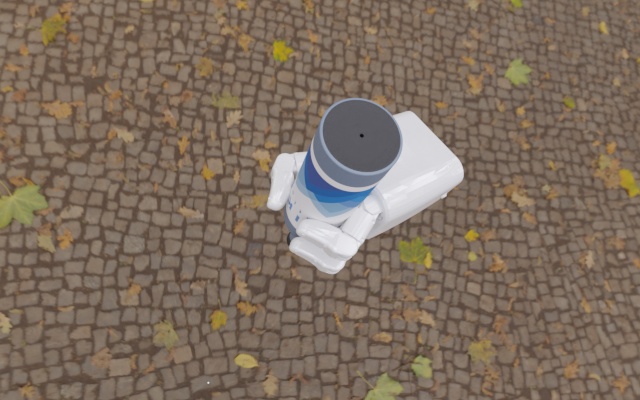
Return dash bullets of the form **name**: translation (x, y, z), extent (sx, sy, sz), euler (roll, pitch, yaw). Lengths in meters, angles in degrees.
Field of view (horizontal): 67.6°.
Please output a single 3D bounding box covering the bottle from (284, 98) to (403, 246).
- **bottle**: translation (0.000, 0.002, 0.496), extent (0.069, 0.069, 0.296), euler (0, -20, -13)
